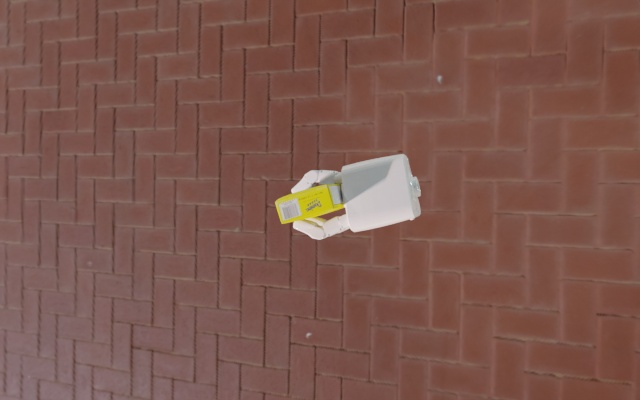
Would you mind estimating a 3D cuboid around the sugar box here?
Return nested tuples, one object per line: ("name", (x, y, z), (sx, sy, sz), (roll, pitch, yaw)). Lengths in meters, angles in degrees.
("sugar box", (0.000, 0.003, 0.821), (0.093, 0.048, 0.176), (-16, -5, 18))
